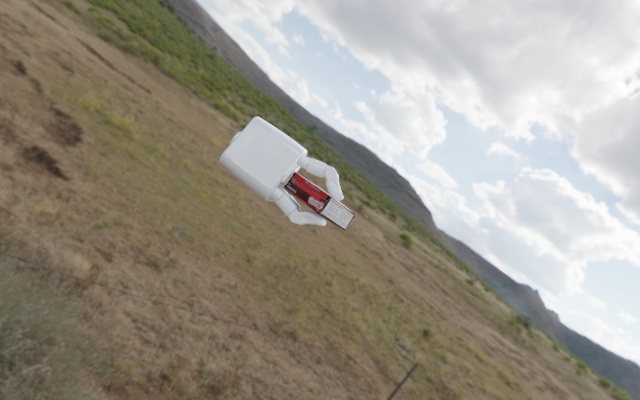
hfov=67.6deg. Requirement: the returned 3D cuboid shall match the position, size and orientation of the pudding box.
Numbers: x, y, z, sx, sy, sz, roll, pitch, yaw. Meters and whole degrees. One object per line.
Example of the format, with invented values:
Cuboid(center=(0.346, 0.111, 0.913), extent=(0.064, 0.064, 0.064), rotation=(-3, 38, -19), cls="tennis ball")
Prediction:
Cuboid(center=(0.000, 0.003, 0.825), extent=(0.090, 0.039, 0.113), rotation=(36, 2, 31), cls="pudding box")
